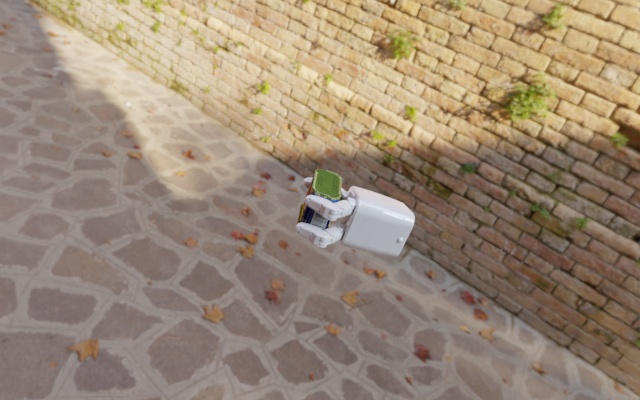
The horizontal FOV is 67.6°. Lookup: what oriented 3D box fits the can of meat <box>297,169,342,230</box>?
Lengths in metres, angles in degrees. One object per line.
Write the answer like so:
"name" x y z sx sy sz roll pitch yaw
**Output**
"can of meat" 0.000 0.002 0.842 0.057 0.084 0.102 18 29 -6
